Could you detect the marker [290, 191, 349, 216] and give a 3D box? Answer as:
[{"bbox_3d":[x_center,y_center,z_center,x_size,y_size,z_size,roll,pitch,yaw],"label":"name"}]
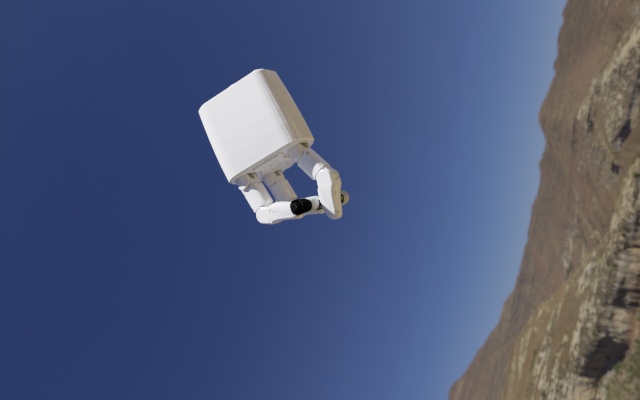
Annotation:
[{"bbox_3d":[0.000,0.002,0.585,0.020,0.020,0.121,0,6,30],"label":"marker"}]
